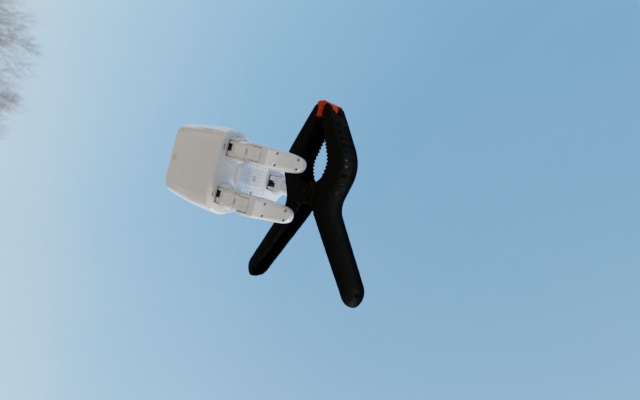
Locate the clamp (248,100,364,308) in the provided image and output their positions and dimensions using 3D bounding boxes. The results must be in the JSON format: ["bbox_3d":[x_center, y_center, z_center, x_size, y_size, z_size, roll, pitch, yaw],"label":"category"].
[{"bbox_3d":[0.001,0.001,0.502,0.164,0.210,0.036,17,3,43],"label":"clamp"}]
